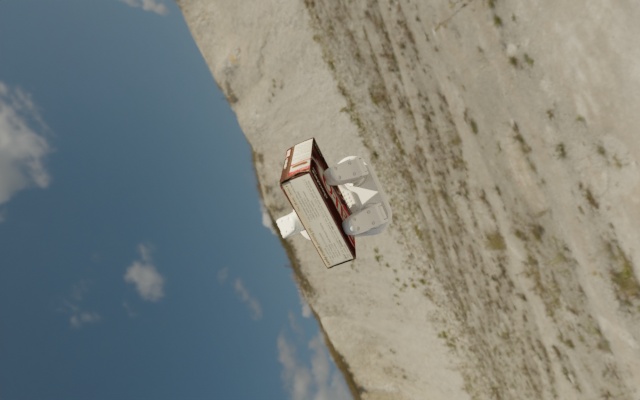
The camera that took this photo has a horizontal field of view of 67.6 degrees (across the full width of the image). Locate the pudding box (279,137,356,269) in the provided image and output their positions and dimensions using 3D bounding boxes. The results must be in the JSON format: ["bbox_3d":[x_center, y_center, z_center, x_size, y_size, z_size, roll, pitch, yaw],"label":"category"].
[{"bbox_3d":[0.000,0.002,0.506,0.039,0.113,0.090,-24,24,13],"label":"pudding box"}]
